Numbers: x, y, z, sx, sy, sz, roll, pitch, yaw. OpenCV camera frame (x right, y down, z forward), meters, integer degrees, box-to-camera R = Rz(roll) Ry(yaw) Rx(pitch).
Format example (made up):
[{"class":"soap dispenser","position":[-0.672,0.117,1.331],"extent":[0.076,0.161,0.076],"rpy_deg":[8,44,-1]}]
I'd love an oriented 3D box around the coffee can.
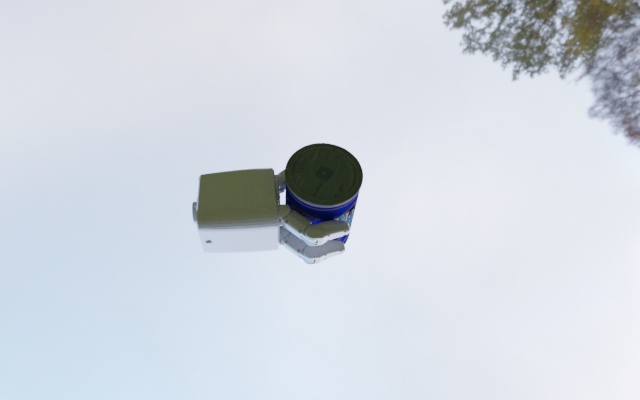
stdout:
[{"class":"coffee can","position":[0.000,0.002,0.679],"extent":[0.103,0.102,0.140],"rpy_deg":[0,-34,-5]}]
